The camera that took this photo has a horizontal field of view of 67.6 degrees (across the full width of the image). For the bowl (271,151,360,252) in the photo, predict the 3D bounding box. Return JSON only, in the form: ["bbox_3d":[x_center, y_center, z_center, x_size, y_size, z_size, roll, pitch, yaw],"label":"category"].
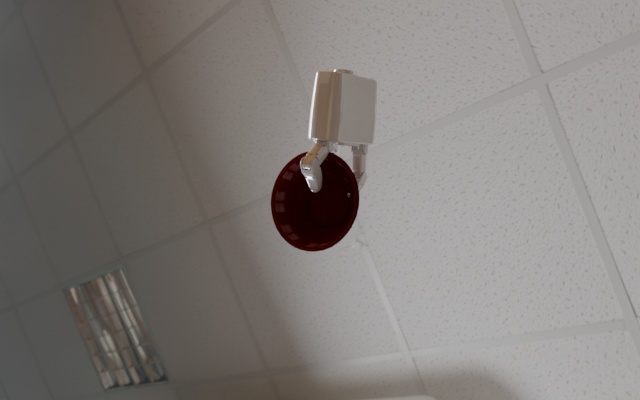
[{"bbox_3d":[0.000,0.004,0.774,0.162,0.162,0.055,0,-6,30],"label":"bowl"}]
